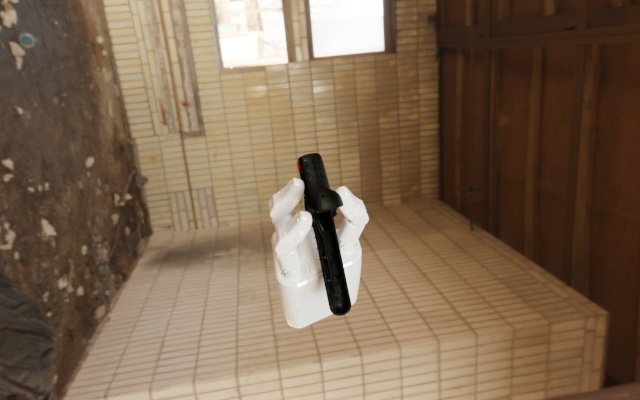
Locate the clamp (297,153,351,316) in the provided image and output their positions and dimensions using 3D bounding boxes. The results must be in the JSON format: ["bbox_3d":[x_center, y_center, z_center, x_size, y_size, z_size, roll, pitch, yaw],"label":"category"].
[{"bbox_3d":[0.001,0.001,0.546,0.036,0.165,0.209,-9,45,-5],"label":"clamp"}]
